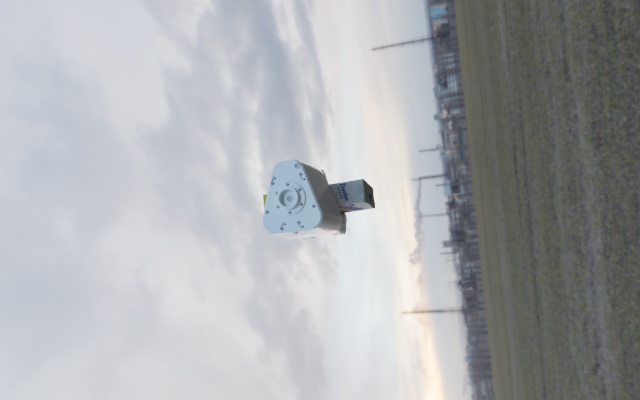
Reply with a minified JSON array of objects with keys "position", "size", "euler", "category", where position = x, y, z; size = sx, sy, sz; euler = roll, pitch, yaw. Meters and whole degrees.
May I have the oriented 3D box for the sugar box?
[{"position":[0.000,0.003,0.827],"size":[0.176,0.048,0.093],"euler":[-7,-10,16],"category":"sugar box"}]
